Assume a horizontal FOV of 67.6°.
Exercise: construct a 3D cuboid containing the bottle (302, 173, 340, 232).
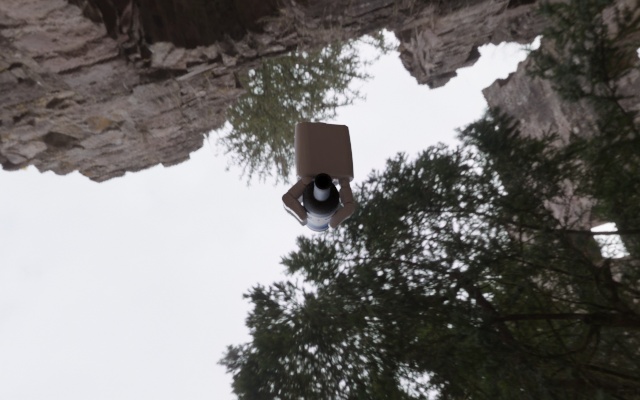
[{"bbox_3d":[0.000,0.003,0.882,0.069,0.069,0.296,0,-13,-2],"label":"bottle"}]
